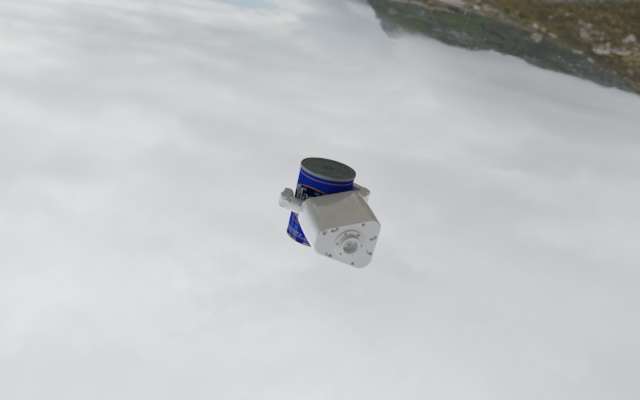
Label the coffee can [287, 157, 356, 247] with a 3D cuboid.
[{"bbox_3d":[0.000,0.003,0.886,0.103,0.140,0.102,11,22,-5],"label":"coffee can"}]
